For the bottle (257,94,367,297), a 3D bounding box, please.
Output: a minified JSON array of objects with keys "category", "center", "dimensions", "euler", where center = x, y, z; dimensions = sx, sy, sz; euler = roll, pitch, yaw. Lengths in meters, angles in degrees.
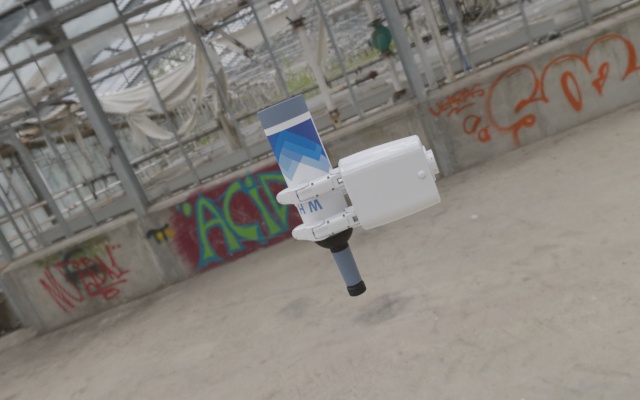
[{"category":"bottle","center":[0.000,0.002,0.673],"dimensions":[0.069,0.296,0.069],"euler":[-22,12,5]}]
